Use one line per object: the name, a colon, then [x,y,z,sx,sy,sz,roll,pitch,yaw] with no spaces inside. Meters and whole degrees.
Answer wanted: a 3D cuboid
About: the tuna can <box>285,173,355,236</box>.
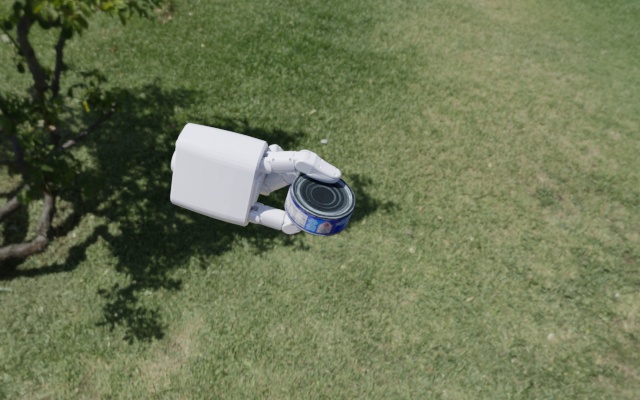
tuna can: [0.000,0.002,0.603,0.086,0.086,0.034,0,-43,-21]
